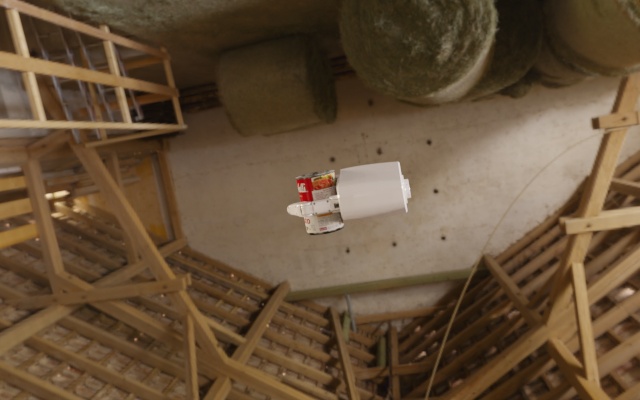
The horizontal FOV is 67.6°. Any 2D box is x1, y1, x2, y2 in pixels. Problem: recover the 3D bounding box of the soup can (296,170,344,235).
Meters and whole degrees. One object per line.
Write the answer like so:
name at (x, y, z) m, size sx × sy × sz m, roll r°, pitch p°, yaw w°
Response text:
soup can at (0.000, 0.003, 0.828) m, size 0.068 × 0.102 × 0.068 m, roll -11°, pitch 8°, yaw 1°
